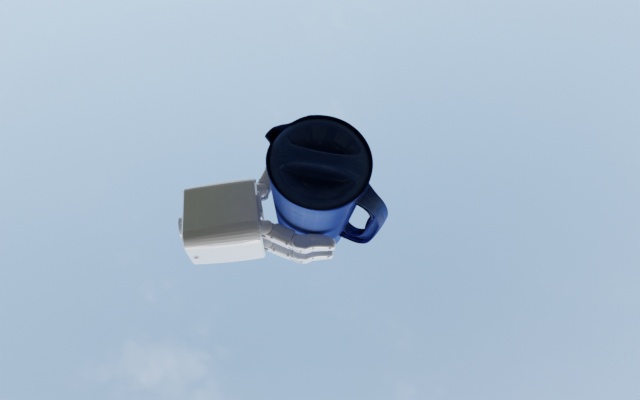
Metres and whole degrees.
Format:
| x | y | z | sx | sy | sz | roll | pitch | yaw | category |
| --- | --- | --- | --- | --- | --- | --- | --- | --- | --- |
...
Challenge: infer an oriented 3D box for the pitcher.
| x | y | z | sx | sy | sz | roll | pitch | yaw | category |
| --- | --- | --- | --- | --- | --- | --- | --- | --- | --- |
| 0.000 | 0.002 | 0.688 | 0.145 | 0.149 | 0.243 | -7 | -23 | -7 | pitcher |
